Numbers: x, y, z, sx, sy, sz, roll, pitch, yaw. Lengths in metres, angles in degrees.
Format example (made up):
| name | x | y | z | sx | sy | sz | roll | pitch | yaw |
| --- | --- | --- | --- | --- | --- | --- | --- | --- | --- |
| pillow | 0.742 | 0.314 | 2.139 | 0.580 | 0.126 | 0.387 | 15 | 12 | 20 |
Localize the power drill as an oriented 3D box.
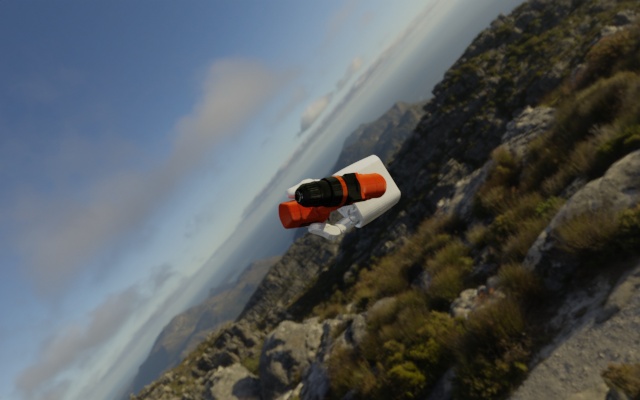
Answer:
| name | x | y | z | sx | sy | sz | roll | pitch | yaw |
| --- | --- | --- | --- | --- | --- | --- | --- | --- | --- |
| power drill | 0.000 | 0.003 | 0.857 | 0.184 | 0.057 | 0.188 | -7 | -11 | -35 |
